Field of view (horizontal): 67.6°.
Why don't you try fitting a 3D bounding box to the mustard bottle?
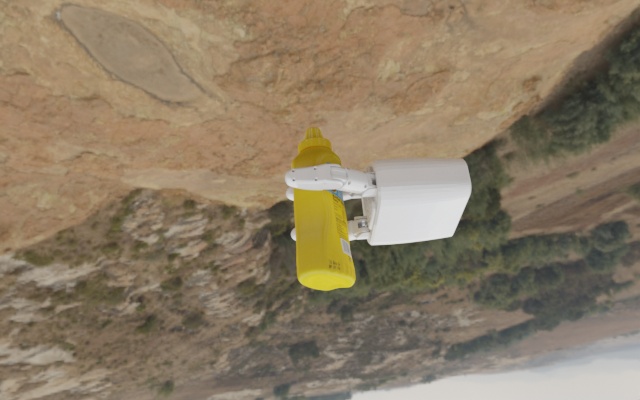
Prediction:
[{"bbox_3d":[0.000,0.002,0.553,0.058,0.191,0.096,-12,-22,18],"label":"mustard bottle"}]
